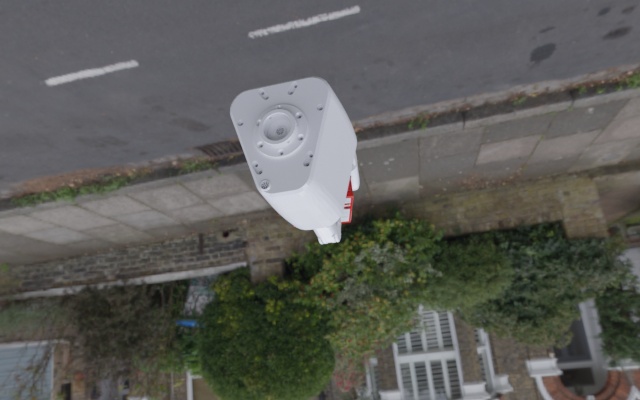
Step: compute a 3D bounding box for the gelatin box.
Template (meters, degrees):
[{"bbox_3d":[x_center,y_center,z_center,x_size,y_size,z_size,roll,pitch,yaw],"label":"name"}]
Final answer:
[{"bbox_3d":[0.000,0.002,0.567,0.073,0.030,0.089,-5,-22,-1],"label":"gelatin box"}]
